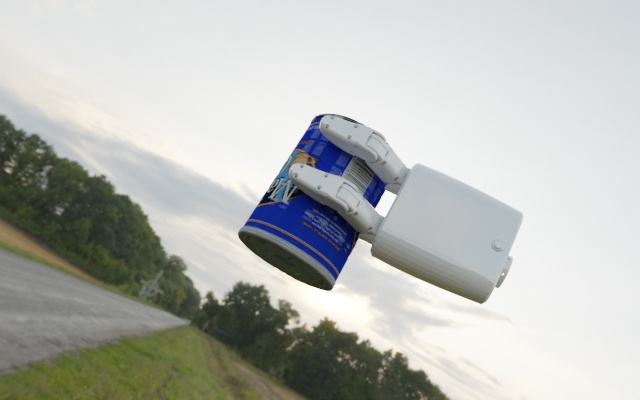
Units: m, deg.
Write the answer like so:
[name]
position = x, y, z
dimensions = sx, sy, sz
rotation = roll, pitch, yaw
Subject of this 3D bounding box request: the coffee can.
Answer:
[coffee can]
position = 0.000, 0.002, 0.467
dimensions = 0.103, 0.140, 0.103
rotation = 27, -20, 11
